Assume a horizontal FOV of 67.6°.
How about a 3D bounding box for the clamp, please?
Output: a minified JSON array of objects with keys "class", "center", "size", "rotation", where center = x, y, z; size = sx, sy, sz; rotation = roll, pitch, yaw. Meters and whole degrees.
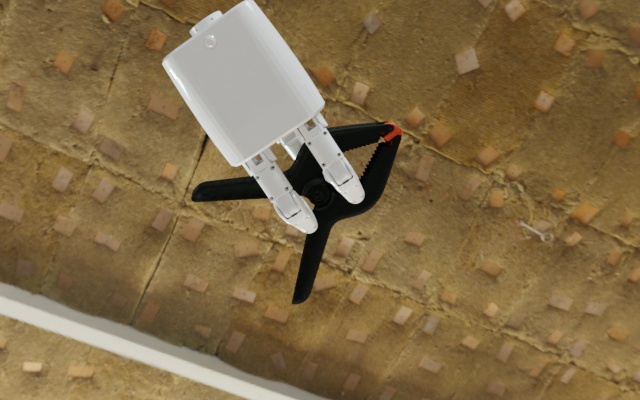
[{"class":"clamp","center":[0.000,0.001,0.483],"size":[0.210,0.164,0.036],"rotation":[-32,16,8]}]
